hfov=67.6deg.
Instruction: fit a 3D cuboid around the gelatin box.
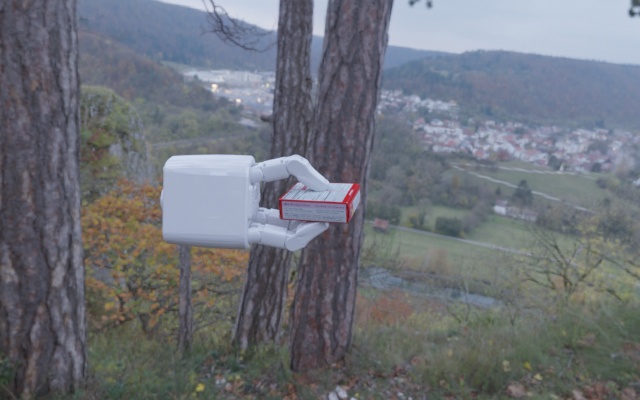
[{"bbox_3d":[0.000,0.002,0.603,0.089,0.030,0.073,2,20,15],"label":"gelatin box"}]
